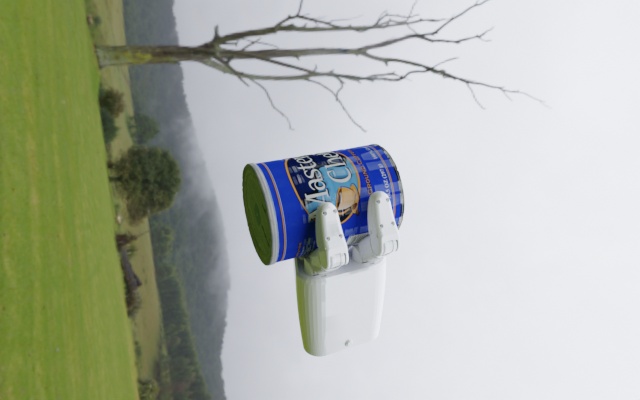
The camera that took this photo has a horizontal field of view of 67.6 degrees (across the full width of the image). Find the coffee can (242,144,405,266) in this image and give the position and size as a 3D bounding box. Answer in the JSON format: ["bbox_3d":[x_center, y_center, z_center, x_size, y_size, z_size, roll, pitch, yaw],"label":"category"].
[{"bbox_3d":[0.000,0.001,0.495,0.140,0.103,0.103,-11,4,-20],"label":"coffee can"}]
